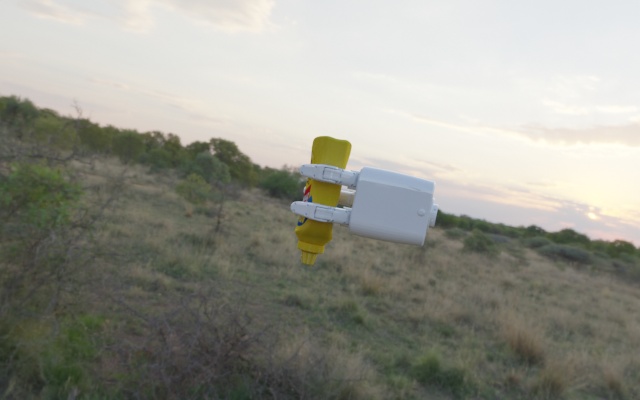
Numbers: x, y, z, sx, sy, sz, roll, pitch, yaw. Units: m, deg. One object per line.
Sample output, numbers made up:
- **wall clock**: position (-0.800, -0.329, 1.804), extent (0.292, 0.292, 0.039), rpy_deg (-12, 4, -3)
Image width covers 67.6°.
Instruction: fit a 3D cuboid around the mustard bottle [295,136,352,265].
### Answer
- **mustard bottle**: position (0.000, 0.002, 0.721), extent (0.058, 0.191, 0.096), rpy_deg (11, 1, -11)
